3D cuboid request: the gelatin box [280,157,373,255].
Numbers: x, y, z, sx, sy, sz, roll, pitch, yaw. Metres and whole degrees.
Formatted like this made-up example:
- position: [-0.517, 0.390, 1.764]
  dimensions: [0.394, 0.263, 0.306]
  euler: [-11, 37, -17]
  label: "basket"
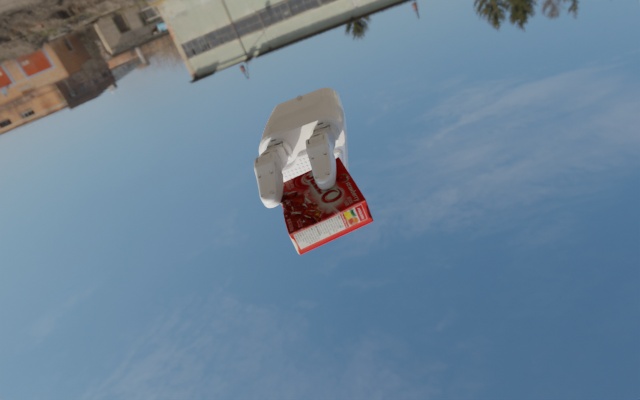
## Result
- position: [0.000, 0.002, 0.449]
  dimensions: [0.073, 0.030, 0.089]
  euler: [-24, 34, 0]
  label: "gelatin box"
